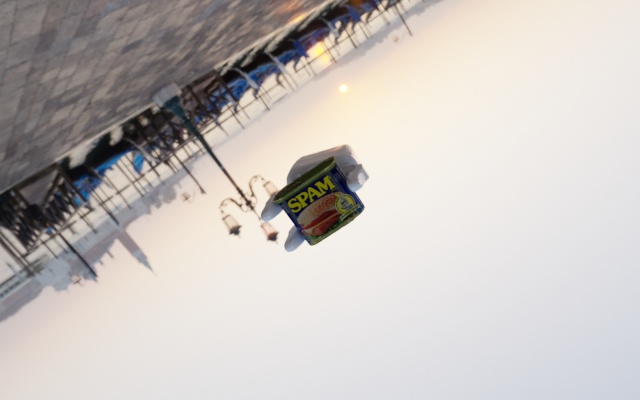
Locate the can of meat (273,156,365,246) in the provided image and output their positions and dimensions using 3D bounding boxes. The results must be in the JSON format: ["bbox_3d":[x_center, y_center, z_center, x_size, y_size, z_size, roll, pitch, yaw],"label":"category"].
[{"bbox_3d":[0.000,0.002,0.668,0.102,0.084,0.057,-33,13,9],"label":"can of meat"}]
